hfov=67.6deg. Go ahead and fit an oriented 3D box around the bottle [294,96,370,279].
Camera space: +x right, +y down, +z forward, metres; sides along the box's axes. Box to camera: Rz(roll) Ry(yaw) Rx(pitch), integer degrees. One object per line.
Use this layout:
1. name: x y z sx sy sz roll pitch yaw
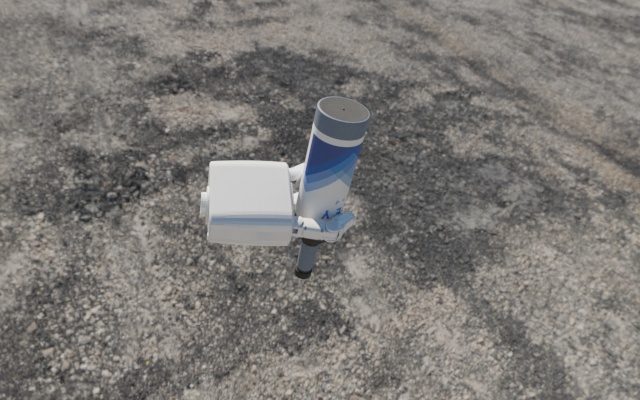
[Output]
1. bottle: 0.000 0.002 0.671 0.069 0.296 0.069 9 38 -7
